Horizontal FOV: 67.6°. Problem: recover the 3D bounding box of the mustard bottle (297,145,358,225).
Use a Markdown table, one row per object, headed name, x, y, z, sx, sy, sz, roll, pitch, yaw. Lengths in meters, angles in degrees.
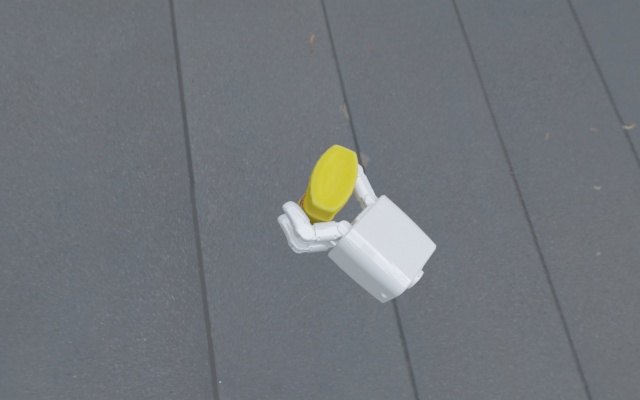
| name | x | y | z | sx | sy | sz | roll | pitch | yaw |
| --- | --- | --- | --- | --- | --- | --- | --- | --- | --- |
| mustard bottle | 0.000 | 0.002 | 0.689 | 0.058 | 0.096 | 0.192 | 21 | -23 | -4 |
